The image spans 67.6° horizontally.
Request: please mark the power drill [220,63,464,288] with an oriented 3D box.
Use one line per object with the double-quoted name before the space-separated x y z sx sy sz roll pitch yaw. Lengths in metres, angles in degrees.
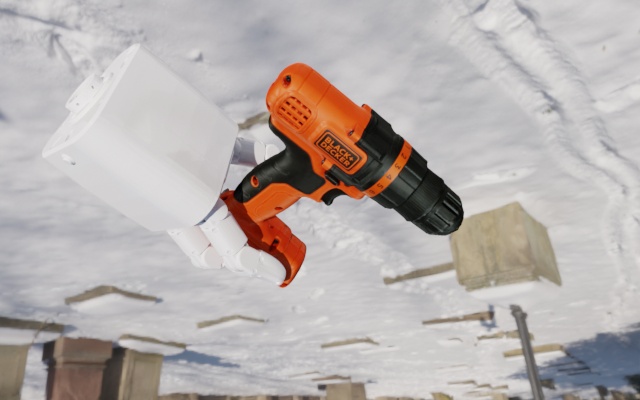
"power drill" 0.000 0.001 0.410 0.188 0.184 0.057 -43 14 36
